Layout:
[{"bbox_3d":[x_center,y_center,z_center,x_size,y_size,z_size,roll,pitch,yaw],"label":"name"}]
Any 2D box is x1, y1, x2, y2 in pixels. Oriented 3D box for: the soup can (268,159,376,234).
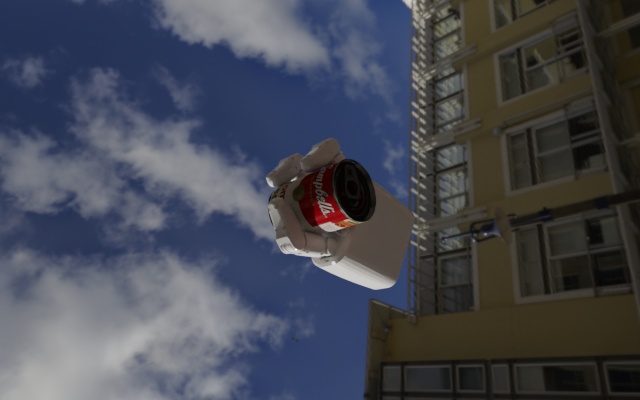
[{"bbox_3d":[0.000,0.002,0.522,0.102,0.068,0.068,-19,-12,41],"label":"soup can"}]
